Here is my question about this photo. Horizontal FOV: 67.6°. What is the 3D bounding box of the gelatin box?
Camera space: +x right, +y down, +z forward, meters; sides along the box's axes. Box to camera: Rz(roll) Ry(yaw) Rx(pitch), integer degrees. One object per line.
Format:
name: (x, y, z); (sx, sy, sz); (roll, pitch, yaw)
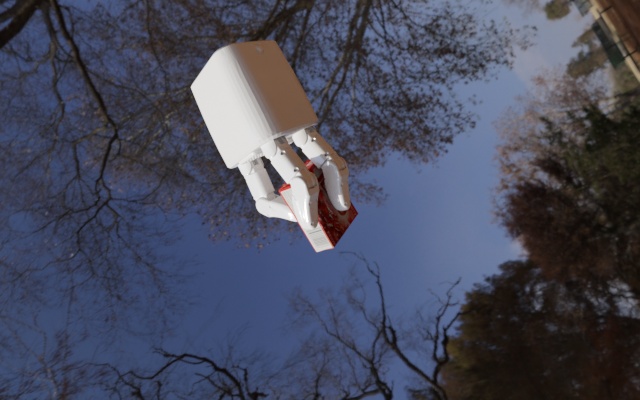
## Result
gelatin box: (0.000, 0.002, 0.549); (0.030, 0.089, 0.073); (-18, 20, 37)
